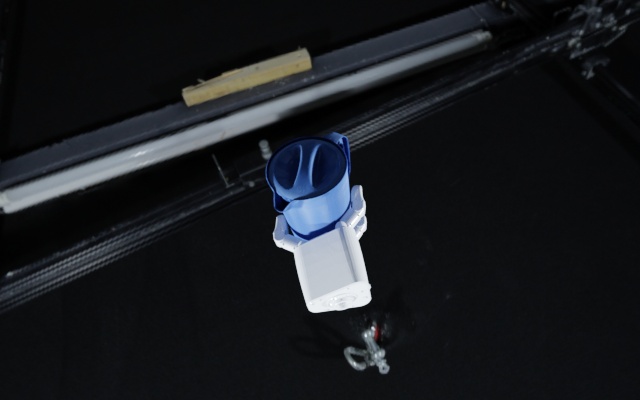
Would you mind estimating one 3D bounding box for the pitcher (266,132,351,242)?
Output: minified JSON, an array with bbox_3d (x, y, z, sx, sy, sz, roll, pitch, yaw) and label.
[{"bbox_3d":[0.000,0.003,0.862,0.149,0.145,0.243,-15,-36,-1],"label":"pitcher"}]
